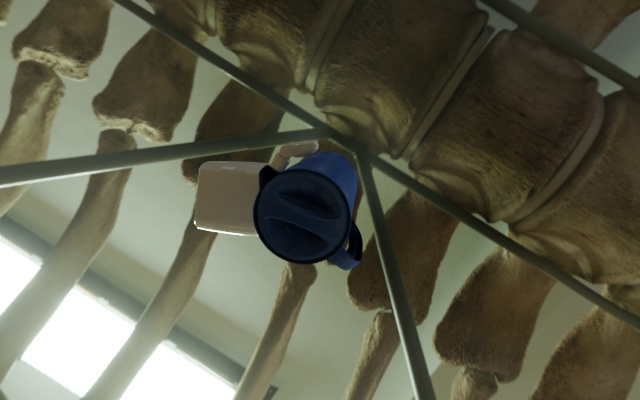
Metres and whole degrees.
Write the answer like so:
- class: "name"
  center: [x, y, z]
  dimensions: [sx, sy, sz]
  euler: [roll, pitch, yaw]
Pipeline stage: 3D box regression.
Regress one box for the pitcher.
- class: "pitcher"
  center: [0.000, 0.002, 0.739]
  dimensions: [0.145, 0.149, 0.242]
  euler: [4, 15, 9]
